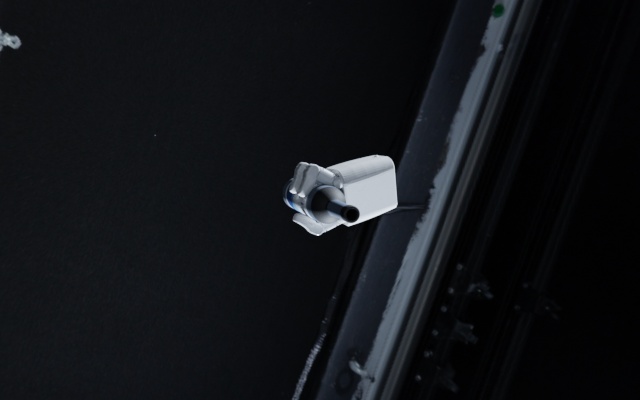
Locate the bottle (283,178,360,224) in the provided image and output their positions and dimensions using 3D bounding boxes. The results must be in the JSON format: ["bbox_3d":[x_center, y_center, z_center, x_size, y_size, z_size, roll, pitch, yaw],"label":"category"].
[{"bbox_3d":[0.000,0.003,0.862,0.069,0.069,0.295,0,7,-19],"label":"bottle"}]
